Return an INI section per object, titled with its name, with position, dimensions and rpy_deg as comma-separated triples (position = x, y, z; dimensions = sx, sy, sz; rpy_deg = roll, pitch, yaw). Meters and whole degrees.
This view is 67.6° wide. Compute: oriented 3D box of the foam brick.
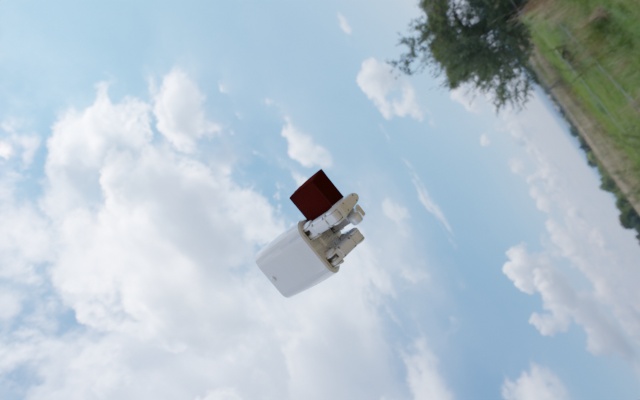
[foam brick]
position = 0.000, 0.002, 0.737
dimensions = 0.051, 0.078, 0.053
rpy_deg = -35, 9, 28
